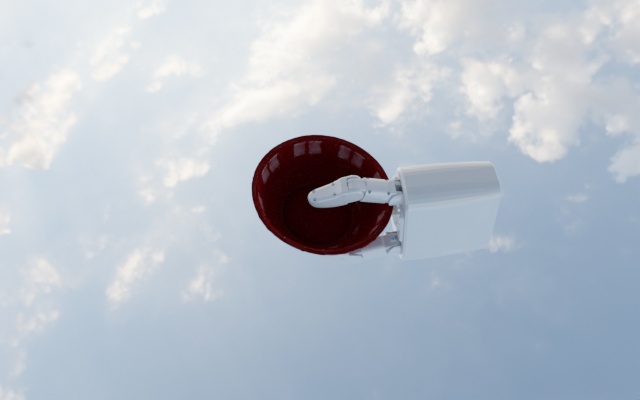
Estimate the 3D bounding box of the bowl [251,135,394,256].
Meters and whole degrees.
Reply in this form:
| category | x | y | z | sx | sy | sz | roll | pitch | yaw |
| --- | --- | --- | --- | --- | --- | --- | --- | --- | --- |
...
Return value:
| category | x | y | z | sx | sy | sz | roll | pitch | yaw |
| --- | --- | --- | --- | --- | --- | --- | --- | --- | --- |
| bowl | -0.001 | 0.002 | 0.557 | 0.162 | 0.162 | 0.055 | 0 | -32 | -10 |
